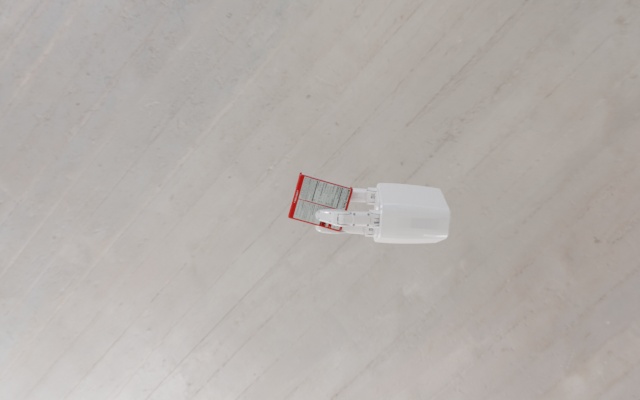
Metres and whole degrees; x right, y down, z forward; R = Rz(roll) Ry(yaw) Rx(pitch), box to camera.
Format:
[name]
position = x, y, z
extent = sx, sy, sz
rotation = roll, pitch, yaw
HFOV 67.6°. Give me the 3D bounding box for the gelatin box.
[gelatin box]
position = 0.000, 0.002, 0.761
extent = 0.089, 0.073, 0.030
rotation = 15, 9, -4
